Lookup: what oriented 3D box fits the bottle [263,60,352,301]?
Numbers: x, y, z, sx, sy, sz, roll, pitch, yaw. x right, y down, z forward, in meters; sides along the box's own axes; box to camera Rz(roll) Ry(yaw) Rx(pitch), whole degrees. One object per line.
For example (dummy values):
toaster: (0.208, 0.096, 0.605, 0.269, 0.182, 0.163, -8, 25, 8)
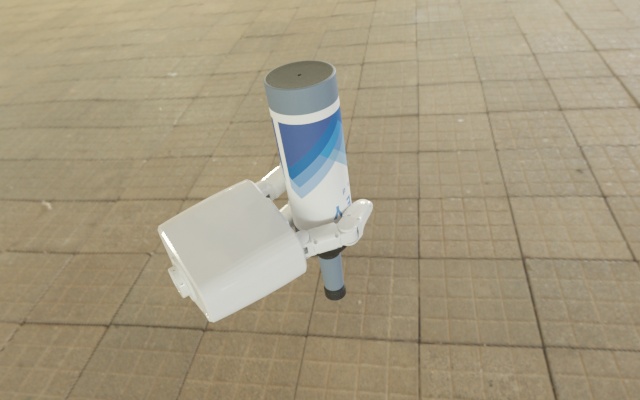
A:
bottle: (0.000, 0.001, 0.520, 0.069, 0.296, 0.069, -6, 37, 5)
